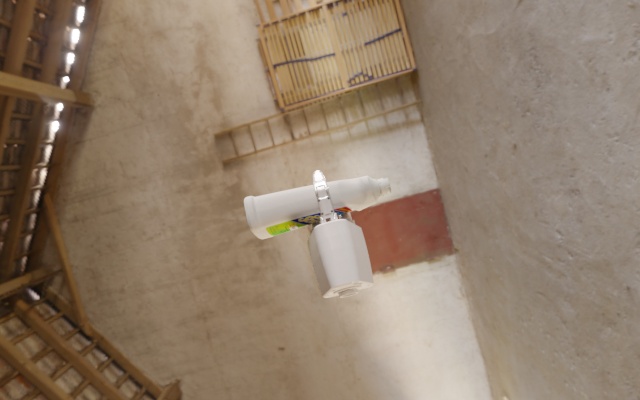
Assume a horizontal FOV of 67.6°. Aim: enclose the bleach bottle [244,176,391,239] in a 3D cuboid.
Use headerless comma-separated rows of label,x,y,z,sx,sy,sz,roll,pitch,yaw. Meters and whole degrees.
bleach bottle,0.000,0.003,0.843,0.251,0.068,0.102,-15,-18,2
